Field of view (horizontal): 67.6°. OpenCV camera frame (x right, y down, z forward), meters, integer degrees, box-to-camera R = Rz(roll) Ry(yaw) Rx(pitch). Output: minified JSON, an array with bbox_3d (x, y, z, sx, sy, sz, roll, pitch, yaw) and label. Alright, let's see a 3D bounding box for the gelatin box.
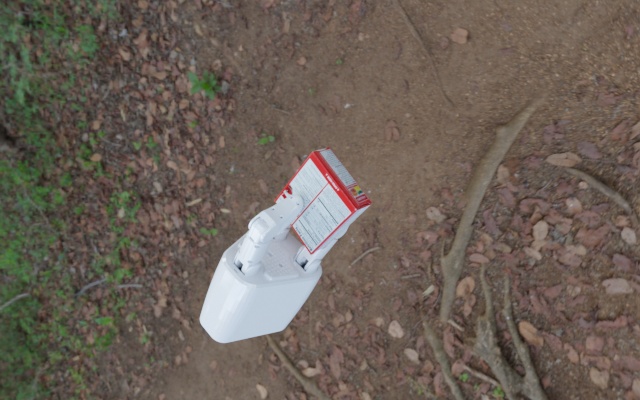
[{"bbox_3d":[0.000,0.002,0.489,0.030,0.073,0.089,-21,-20,-46],"label":"gelatin box"}]
